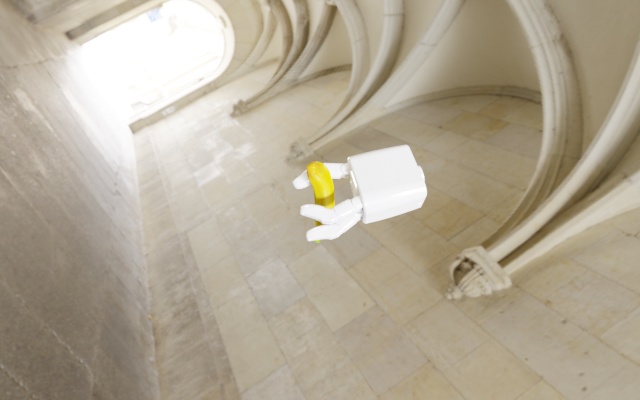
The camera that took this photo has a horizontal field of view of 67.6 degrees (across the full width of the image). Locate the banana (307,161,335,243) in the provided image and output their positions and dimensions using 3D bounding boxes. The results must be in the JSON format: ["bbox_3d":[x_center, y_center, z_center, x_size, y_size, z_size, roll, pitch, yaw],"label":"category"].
[{"bbox_3d":[0.003,-0.010,0.808,0.037,0.069,0.198,3,-39,8],"label":"banana"}]
